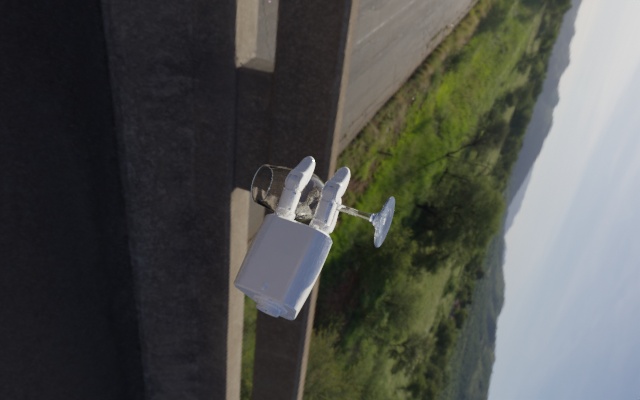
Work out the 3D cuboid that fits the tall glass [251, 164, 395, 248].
[{"bbox_3d":[0.001,0.002,0.692,0.201,0.079,0.079,18,6,20],"label":"tall glass"}]
